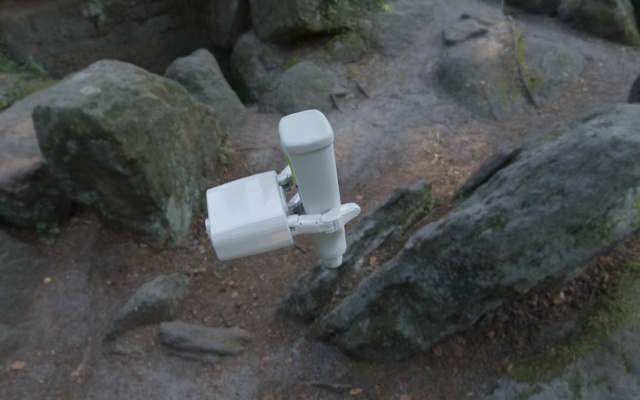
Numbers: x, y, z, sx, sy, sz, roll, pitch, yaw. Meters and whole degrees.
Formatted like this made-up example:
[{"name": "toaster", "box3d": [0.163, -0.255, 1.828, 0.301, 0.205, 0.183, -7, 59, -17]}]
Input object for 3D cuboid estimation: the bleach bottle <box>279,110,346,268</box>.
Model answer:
[{"name": "bleach bottle", "box3d": [0.000, 0.002, 0.695, 0.068, 0.251, 0.102, -14, 34, -3]}]
